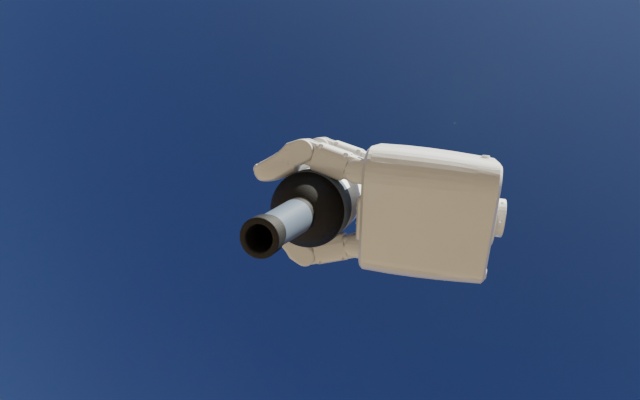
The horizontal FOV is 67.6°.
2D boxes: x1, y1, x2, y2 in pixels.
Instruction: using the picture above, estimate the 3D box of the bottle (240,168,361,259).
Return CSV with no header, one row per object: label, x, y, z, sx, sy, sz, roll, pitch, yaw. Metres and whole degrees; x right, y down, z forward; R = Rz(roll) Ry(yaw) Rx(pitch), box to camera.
bottle,0.000,0.001,0.442,0.069,0.069,0.295,0,9,16
